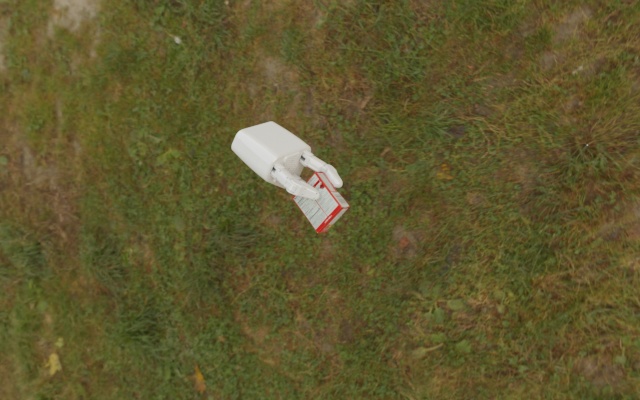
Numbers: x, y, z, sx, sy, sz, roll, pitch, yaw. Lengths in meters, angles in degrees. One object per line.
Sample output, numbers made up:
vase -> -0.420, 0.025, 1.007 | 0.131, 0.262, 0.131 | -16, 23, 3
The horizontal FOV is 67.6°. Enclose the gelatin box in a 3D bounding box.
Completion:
gelatin box -> 0.000, 0.003, 0.872 | 0.073, 0.089, 0.030 | -48, -25, 27
